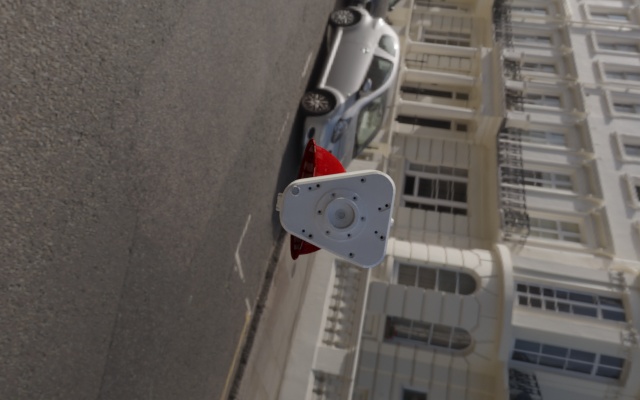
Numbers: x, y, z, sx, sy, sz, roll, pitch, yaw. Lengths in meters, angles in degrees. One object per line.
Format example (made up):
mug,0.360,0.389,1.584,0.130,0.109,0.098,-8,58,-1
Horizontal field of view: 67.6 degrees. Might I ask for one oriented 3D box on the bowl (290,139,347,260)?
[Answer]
bowl,0.000,0.002,0.636,0.055,0.162,0.162,9,-2,-10
